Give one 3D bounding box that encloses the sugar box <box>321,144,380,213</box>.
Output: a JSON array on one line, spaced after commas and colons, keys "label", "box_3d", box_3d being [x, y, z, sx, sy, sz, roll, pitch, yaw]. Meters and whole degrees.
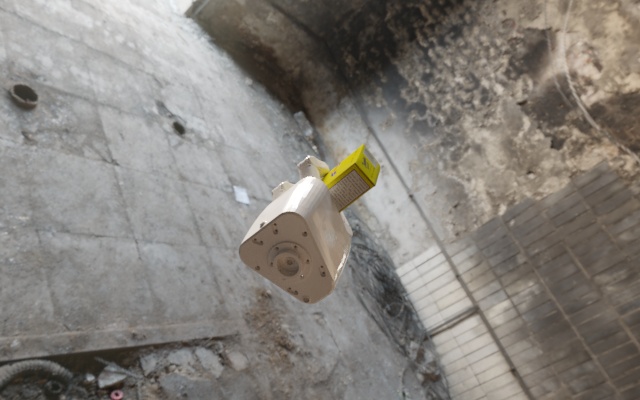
[{"label": "sugar box", "box_3d": [0.000, 0.002, 0.651, 0.176, 0.048, 0.093, -36, 10, 22]}]
